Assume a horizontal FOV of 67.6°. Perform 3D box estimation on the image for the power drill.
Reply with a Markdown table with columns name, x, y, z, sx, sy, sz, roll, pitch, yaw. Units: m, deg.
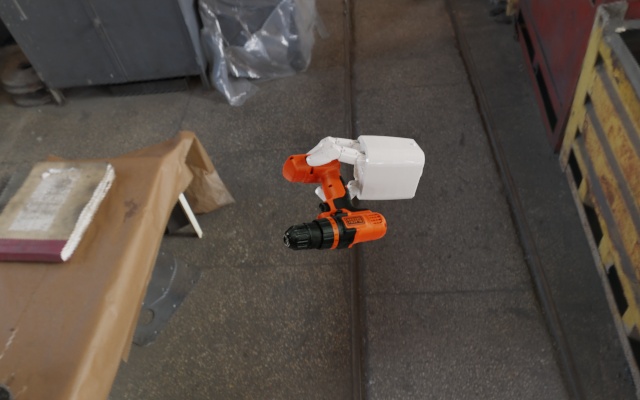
| name | x | y | z | sx | sy | sz | roll | pitch | yaw |
| --- | --- | --- | --- | --- | --- | --- | --- | --- | --- |
| power drill | 0.000 | 0.002 | 0.821 | 0.184 | 0.187 | 0.057 | -5 | -38 | -29 |
